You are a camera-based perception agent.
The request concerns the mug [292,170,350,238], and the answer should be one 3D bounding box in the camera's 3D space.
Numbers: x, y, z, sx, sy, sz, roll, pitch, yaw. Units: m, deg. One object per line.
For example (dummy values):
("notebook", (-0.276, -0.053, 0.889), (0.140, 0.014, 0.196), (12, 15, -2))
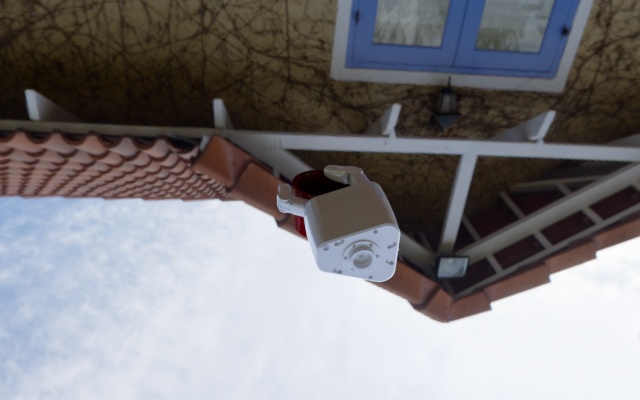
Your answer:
("mug", (0.000, 0.002, 0.752), (0.093, 0.081, 0.117), (0, 30, -7))
